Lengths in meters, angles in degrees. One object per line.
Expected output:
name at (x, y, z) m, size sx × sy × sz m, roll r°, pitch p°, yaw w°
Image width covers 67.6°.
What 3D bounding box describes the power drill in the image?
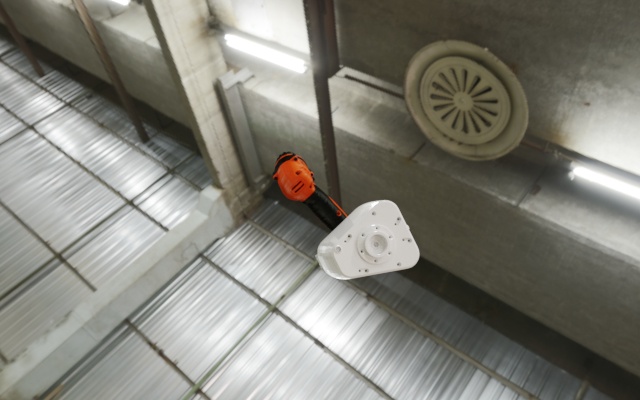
power drill at (0.001, 0.003, 0.762) m, size 0.188 × 0.057 × 0.184 m, roll 44°, pitch 7°, yaw -17°
